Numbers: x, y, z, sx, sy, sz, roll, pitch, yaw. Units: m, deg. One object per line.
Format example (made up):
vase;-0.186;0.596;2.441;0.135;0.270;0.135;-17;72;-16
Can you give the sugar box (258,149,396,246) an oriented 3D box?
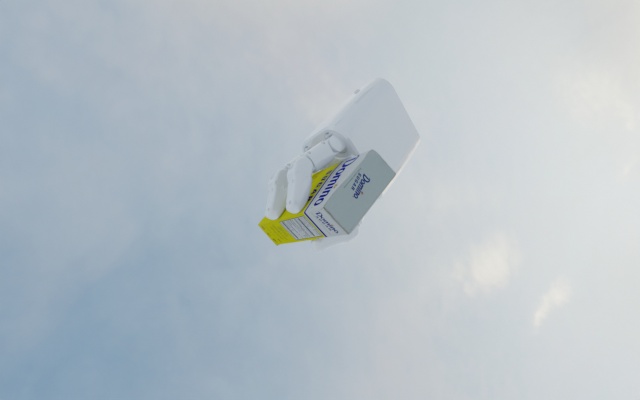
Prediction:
sugar box;0.000;0.001;0.552;0.093;0.048;0.176;-50;13;-26
